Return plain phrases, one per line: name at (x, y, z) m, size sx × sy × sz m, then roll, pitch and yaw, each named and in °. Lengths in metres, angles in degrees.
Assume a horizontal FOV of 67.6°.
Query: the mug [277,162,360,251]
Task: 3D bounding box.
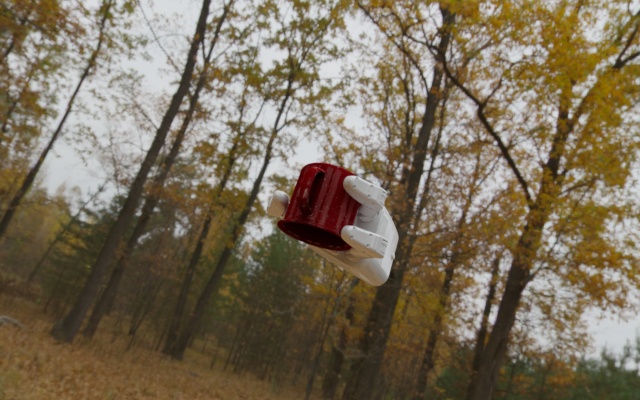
mug at (0.000, 0.001, 0.568) m, size 0.093 × 0.081 × 0.117 m, roll 9°, pitch -21°, yaw 25°
